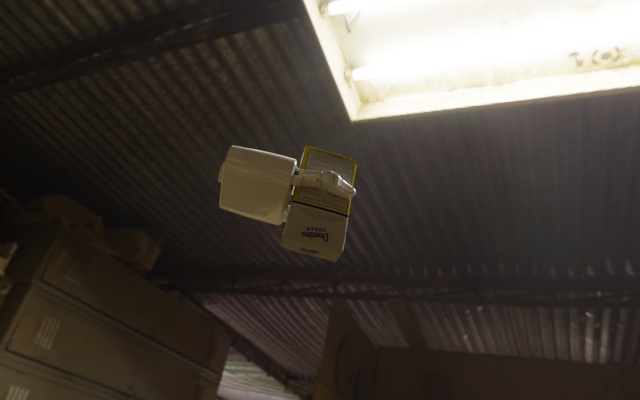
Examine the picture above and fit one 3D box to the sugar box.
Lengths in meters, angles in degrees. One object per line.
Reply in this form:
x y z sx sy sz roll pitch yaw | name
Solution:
0.000 0.003 0.760 0.093 0.176 0.048 16 -31 -6 | sugar box
